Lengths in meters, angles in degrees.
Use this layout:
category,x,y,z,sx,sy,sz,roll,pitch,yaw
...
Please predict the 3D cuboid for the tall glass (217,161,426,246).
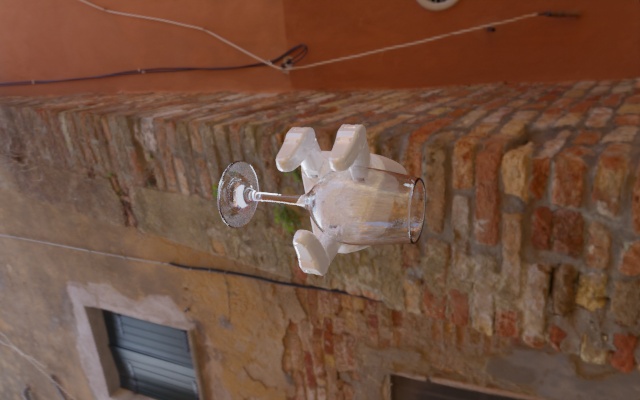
category,x,y,z,sx,sy,sz,roll,pitch,yaw
tall glass,-0.001,0.002,0.482,0.201,0.079,0.079,5,2,25
